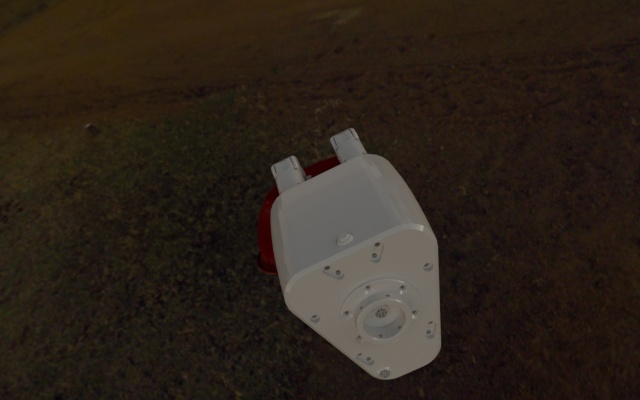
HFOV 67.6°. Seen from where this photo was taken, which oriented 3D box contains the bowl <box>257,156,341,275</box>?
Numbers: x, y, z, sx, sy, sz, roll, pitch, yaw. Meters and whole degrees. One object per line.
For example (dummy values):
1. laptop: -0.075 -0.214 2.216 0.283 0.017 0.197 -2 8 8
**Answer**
1. bowl: 0.000 0.001 0.455 0.162 0.055 0.162 -25 16 7
